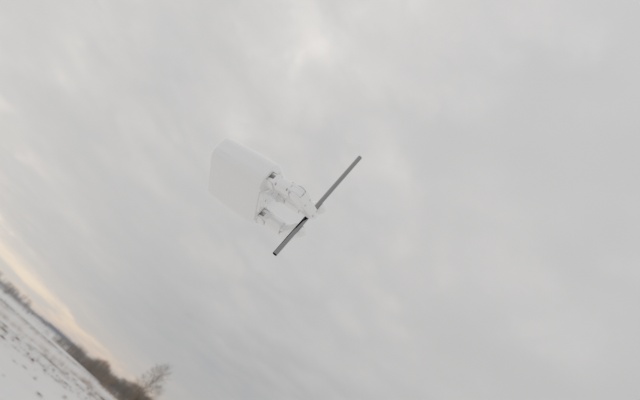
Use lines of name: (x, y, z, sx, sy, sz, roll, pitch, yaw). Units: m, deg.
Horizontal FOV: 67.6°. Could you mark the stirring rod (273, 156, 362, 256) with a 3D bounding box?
stirring rod: (0.000, 0.003, 0.777, 0.011, 0.011, 0.239, 0, 41, 49)
